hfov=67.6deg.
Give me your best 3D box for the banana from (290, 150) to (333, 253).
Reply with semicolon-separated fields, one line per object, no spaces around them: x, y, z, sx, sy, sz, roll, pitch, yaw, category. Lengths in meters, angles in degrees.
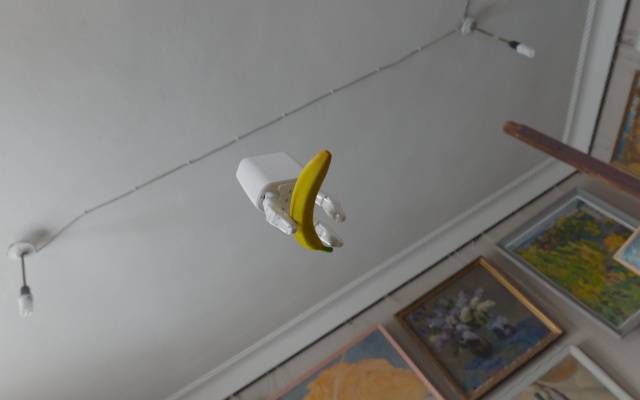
-0.016;0.011;0.760;0.069;0.198;0.037;-18;39;-22;banana
